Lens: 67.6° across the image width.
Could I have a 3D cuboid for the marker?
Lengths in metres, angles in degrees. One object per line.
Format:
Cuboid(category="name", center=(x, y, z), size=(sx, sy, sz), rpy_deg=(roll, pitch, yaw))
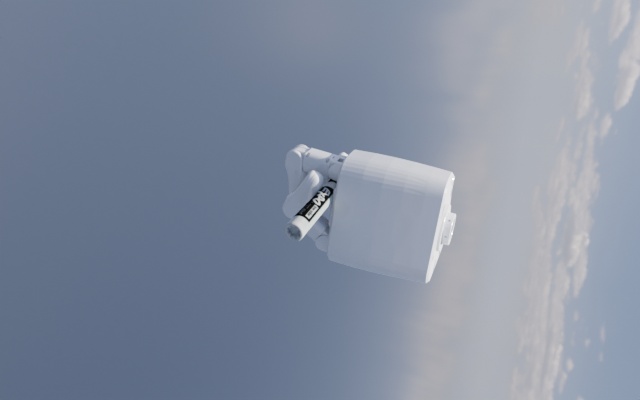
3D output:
Cuboid(category="marker", center=(0.000, 0.002, 0.469), size=(0.020, 0.020, 0.121), rpy_deg=(0, 26, 27))
